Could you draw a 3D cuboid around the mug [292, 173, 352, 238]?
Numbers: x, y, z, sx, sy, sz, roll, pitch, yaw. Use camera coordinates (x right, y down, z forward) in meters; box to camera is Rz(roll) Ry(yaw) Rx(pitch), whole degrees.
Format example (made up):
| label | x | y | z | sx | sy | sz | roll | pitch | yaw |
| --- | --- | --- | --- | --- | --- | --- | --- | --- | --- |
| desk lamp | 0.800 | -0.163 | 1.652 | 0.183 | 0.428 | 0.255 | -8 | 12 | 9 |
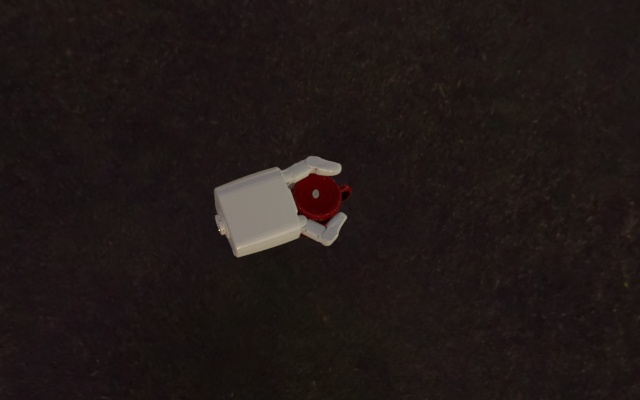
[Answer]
| label | x | y | z | sx | sy | sz | roll | pitch | yaw |
| --- | --- | --- | --- | --- | --- | --- | --- | --- | --- |
| mug | 0.002 | 0.002 | 0.802 | 0.117 | 0.093 | 0.081 | -18 | -19 | -17 |
